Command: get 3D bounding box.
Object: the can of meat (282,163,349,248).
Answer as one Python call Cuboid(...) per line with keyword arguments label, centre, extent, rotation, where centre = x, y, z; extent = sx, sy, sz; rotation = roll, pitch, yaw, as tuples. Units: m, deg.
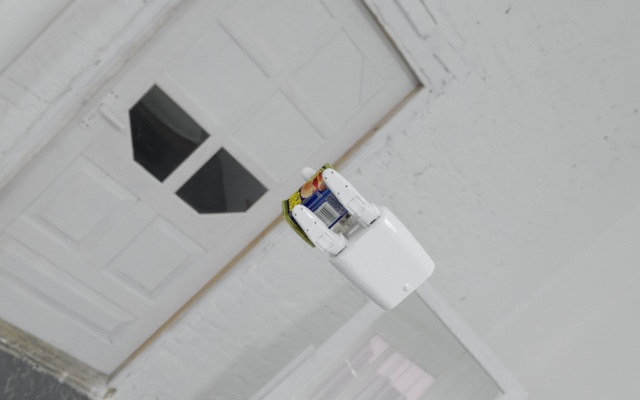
Cuboid(label="can of meat", centre=(0.000, 0.002, 0.614), extent=(0.084, 0.057, 0.102), rotation=(-43, 14, 6))
